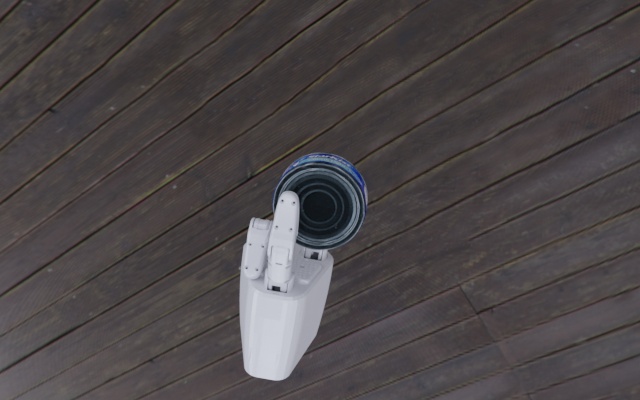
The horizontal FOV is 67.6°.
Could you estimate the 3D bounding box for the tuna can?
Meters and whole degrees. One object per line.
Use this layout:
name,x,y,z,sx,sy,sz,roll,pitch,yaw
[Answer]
tuna can,0.000,0.002,0.436,0.086,0.086,0.033,0,19,8
